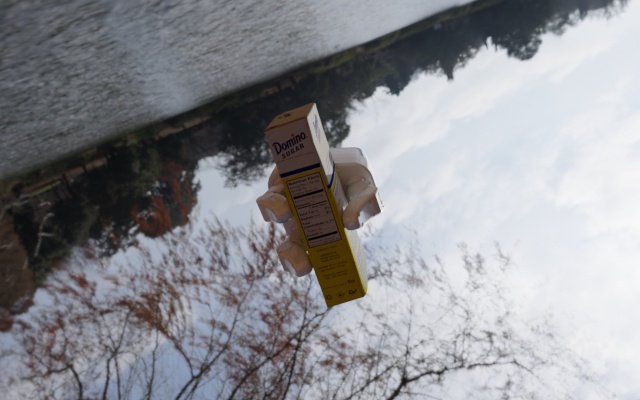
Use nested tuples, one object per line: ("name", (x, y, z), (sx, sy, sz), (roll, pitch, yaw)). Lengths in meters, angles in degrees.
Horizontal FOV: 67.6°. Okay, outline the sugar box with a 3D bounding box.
("sugar box", (0.000, 0.002, 0.457), (0.048, 0.176, 0.093), (-18, 16, 10))
